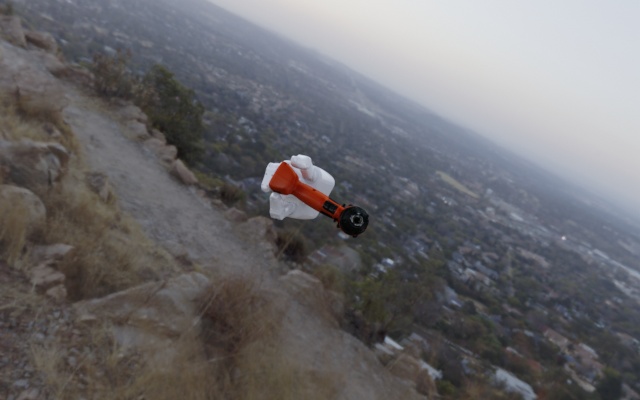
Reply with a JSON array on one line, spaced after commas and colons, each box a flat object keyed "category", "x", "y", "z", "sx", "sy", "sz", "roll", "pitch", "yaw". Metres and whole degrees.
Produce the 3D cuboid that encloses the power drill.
[{"category": "power drill", "x": 0.000, "y": 0.003, "z": 0.855, "sx": 0.187, "sy": 0.057, "sz": 0.184, "roll": 33, "pitch": -5, "yaw": 2}]
